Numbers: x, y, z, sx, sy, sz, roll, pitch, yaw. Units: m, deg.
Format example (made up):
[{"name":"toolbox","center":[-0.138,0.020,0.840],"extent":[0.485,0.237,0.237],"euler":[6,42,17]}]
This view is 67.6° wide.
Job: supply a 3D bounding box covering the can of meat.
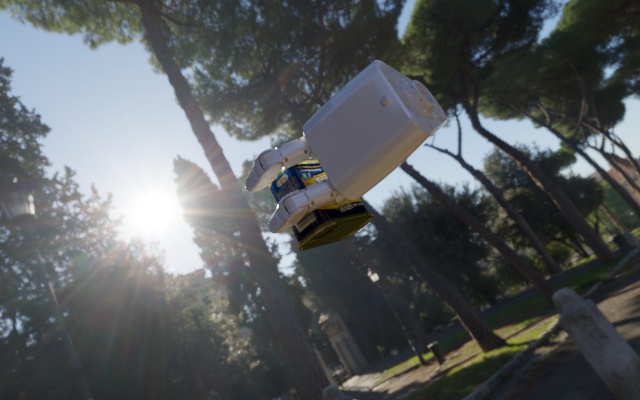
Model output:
[{"name":"can of meat","center":[0.000,0.002,0.541],"extent":[0.102,0.084,0.057],"euler":[-9,-26,-50]}]
